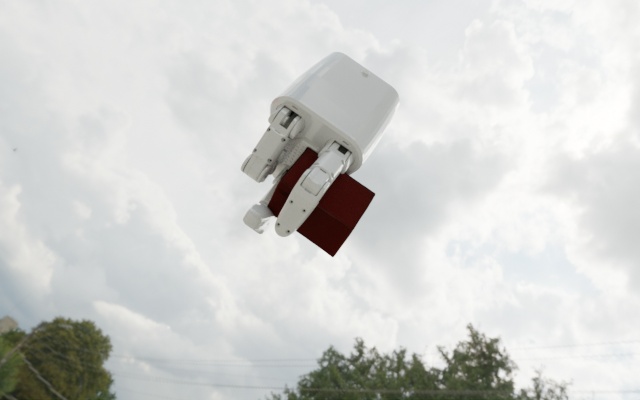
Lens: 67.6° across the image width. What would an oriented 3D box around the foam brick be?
[{"bbox_3d":[0.000,0.002,0.433,0.078,0.051,0.053,35,-39,2],"label":"foam brick"}]
